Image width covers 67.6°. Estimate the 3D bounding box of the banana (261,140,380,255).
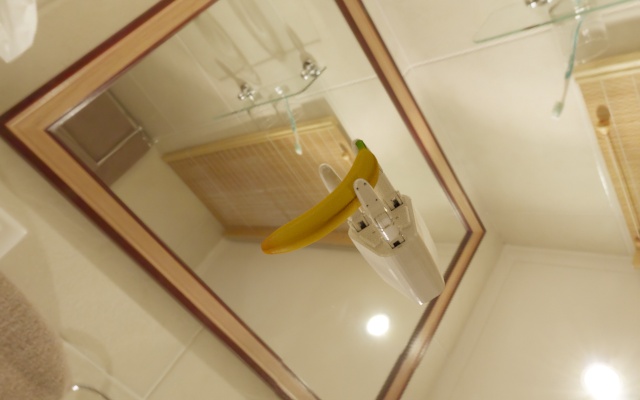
[{"bbox_3d":[0.013,0.003,0.586,0.197,0.037,0.069,-46,33,-18],"label":"banana"}]
